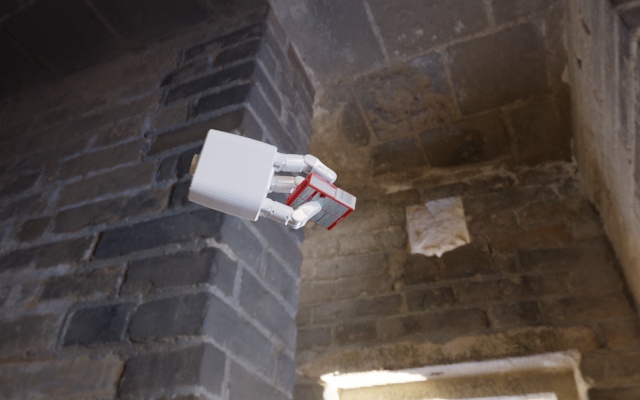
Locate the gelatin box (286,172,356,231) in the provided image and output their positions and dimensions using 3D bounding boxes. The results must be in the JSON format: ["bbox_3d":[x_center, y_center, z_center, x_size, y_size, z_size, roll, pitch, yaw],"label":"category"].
[{"bbox_3d":[0.000,0.003,0.759,0.089,0.030,0.073,29,-44,-17],"label":"gelatin box"}]
